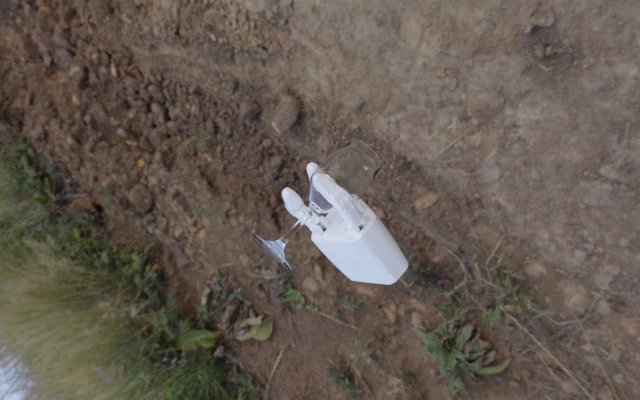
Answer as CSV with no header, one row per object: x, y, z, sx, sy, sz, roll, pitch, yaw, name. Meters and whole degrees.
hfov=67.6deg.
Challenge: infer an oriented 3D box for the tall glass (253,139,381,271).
0.000,0.003,0.681,0.079,0.201,0.079,40,-14,12,tall glass
